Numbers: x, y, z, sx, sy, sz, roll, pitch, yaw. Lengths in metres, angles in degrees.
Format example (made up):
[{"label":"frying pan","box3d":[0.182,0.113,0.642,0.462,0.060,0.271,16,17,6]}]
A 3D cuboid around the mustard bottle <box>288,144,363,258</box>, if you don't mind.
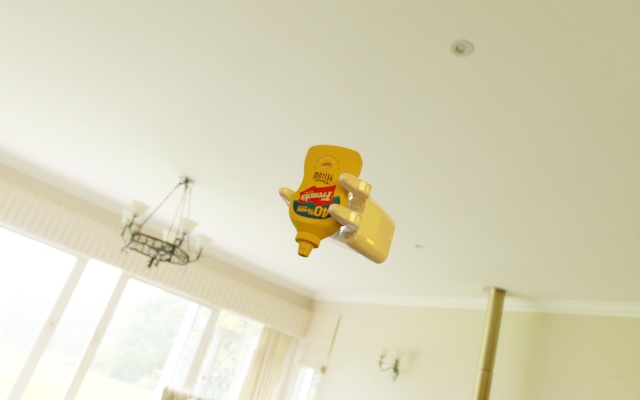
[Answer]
[{"label":"mustard bottle","box3d":[0.000,0.002,0.781,0.096,0.191,0.058,10,-23,19]}]
